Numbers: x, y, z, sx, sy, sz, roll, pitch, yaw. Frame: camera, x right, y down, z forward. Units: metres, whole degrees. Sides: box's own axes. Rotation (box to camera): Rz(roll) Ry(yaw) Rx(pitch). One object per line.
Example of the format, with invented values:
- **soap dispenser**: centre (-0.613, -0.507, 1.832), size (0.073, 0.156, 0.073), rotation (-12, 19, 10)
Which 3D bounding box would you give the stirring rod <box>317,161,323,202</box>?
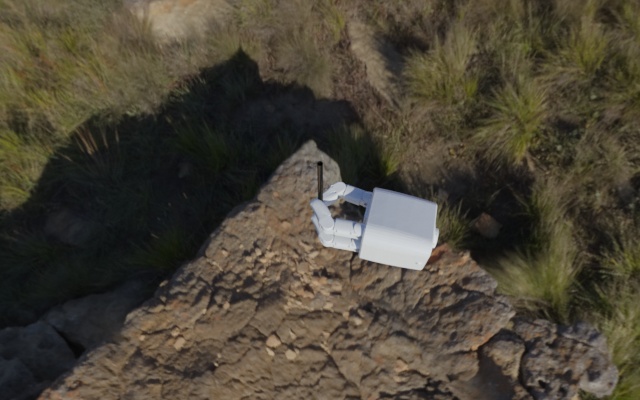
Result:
- **stirring rod**: centre (0.000, 0.003, 0.765), size (0.011, 0.011, 0.240), rotation (0, -26, 0)
